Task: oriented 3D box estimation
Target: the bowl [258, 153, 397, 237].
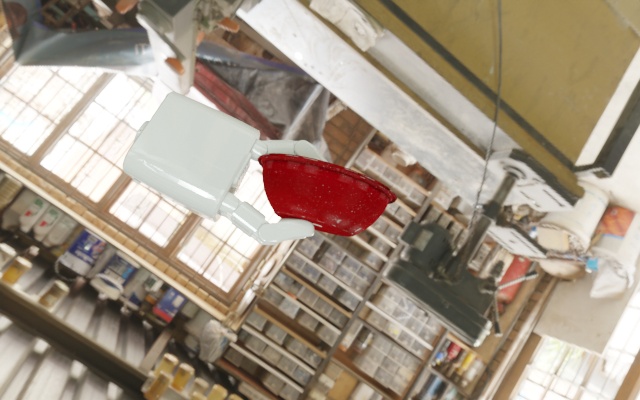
[{"bbox_3d":[0.001,0.003,0.533,0.162,0.055,0.162,15,-9,3],"label":"bowl"}]
